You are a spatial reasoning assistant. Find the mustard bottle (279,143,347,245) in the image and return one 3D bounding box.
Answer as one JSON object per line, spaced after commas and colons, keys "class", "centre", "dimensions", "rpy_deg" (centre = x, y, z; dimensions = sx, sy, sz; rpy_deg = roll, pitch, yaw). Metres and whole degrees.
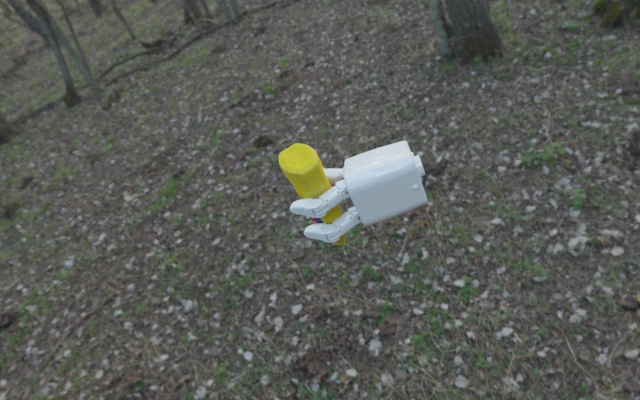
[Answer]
{"class": "mustard bottle", "centre": [0.000, 0.003, 0.780], "dimensions": [0.058, 0.192, 0.096], "rpy_deg": [-34, 36, -9]}
